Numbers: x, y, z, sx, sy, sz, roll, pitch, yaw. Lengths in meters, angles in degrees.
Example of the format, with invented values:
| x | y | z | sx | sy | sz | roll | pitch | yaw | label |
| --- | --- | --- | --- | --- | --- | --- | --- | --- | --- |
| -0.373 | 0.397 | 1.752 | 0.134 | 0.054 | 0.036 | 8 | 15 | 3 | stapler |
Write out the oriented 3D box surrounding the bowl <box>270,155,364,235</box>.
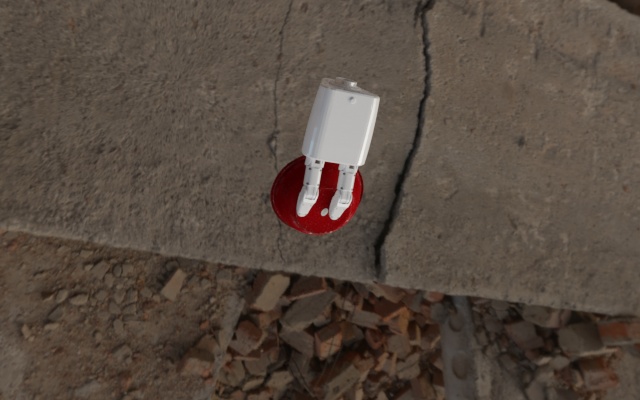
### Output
| x | y | z | sx | sy | sz | roll | pitch | yaw | label |
| --- | --- | --- | --- | --- | --- | --- | --- | --- | --- |
| 0.000 | 0.004 | 0.791 | 0.162 | 0.162 | 0.055 | 0 | 34 | -14 | bowl |
